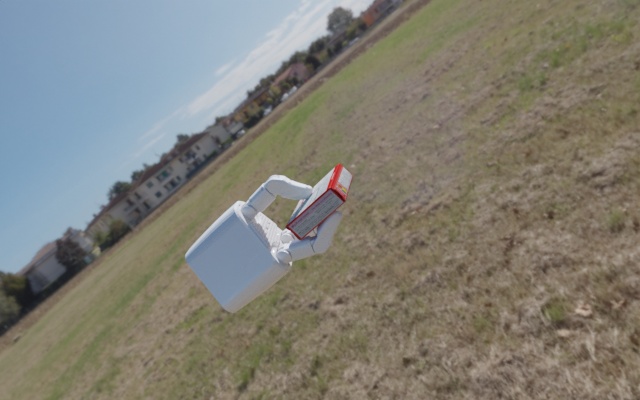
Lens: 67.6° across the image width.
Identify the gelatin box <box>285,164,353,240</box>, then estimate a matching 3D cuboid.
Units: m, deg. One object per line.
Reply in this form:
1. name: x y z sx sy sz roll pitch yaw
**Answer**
1. gelatin box: 0.000 0.002 0.623 0.089 0.030 0.073 -43 12 28
